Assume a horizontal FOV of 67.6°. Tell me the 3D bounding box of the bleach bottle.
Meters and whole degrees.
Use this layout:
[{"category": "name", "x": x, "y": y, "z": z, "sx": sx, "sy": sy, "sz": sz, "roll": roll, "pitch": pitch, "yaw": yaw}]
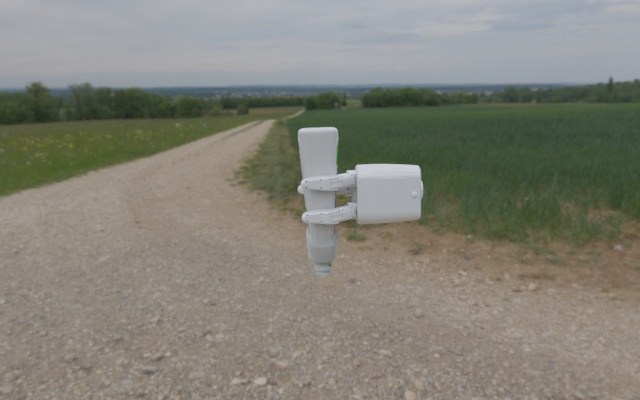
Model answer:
[{"category": "bleach bottle", "x": 0.000, "y": 0.003, "z": 0.823, "sx": 0.068, "sy": 0.251, "sz": 0.102, "roll": -2, "pitch": 11, "yaw": 0}]
